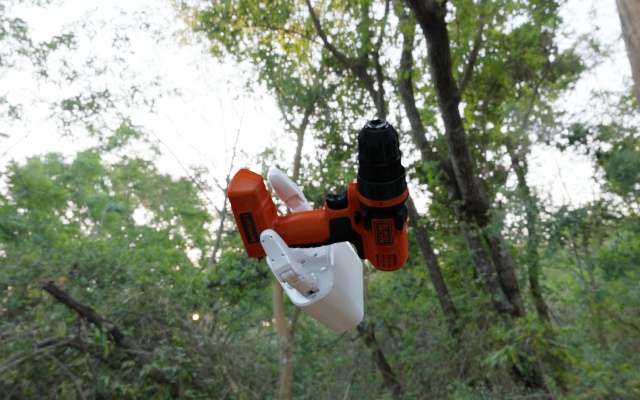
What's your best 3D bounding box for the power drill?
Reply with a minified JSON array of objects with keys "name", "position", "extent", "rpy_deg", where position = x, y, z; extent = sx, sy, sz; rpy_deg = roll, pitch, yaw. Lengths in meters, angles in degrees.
[{"name":"power drill","position":[0.000,0.002,0.514],"extent":[0.187,0.185,0.057],"rpy_deg":[-1,35,14]}]
